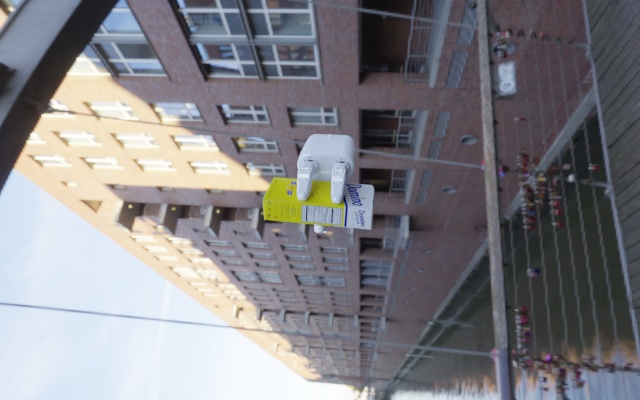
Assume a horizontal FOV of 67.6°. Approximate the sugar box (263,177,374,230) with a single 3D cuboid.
[{"bbox_3d":[0.000,0.002,0.791,0.176,0.048,0.093,2,27,6],"label":"sugar box"}]
